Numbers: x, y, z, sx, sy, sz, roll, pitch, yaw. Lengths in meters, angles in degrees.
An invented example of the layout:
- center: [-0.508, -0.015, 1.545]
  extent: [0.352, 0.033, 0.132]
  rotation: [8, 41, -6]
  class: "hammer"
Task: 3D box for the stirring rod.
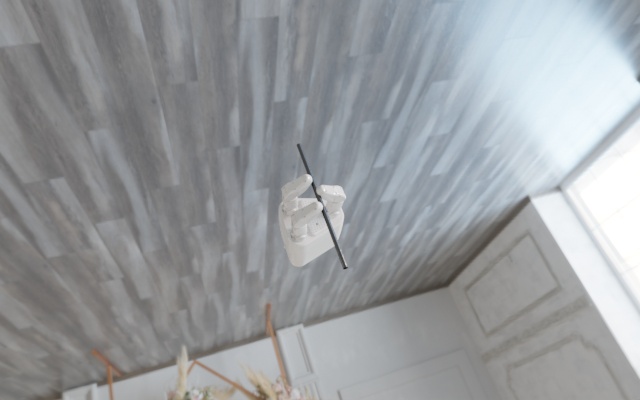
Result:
- center: [0.000, 0.002, 0.775]
  extent: [0.011, 0.239, 0.011]
  rotation: [-16, -28, -9]
  class: "stirring rod"
